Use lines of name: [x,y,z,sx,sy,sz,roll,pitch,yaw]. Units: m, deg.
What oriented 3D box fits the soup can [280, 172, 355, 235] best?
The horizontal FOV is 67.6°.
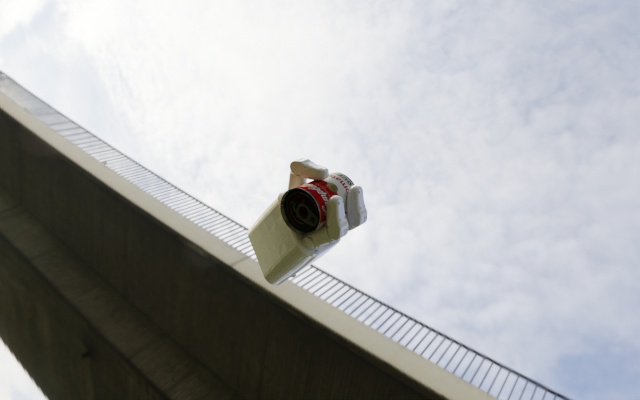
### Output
soup can: [0.000,0.002,0.690,0.068,0.068,0.102,0,15,36]
